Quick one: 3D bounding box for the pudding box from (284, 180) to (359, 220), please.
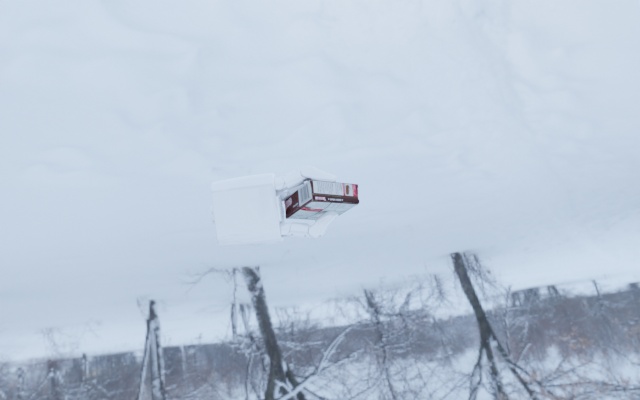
[{"bbox_3d":[0.000,0.003,0.811,0.090,0.039,0.113,3,-17,-26],"label":"pudding box"}]
